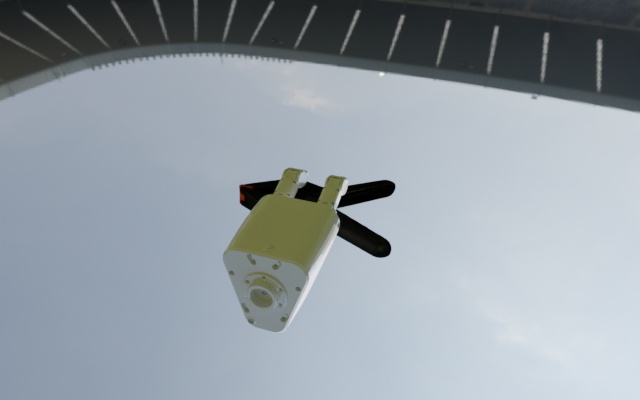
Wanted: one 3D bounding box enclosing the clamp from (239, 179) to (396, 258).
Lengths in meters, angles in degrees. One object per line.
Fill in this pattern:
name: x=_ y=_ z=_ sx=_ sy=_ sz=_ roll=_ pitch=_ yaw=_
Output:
clamp: x=-0.001 y=0.003 z=0.623 sx=0.210 sy=0.036 sz=0.164 roll=12 pitch=30 yaw=12
